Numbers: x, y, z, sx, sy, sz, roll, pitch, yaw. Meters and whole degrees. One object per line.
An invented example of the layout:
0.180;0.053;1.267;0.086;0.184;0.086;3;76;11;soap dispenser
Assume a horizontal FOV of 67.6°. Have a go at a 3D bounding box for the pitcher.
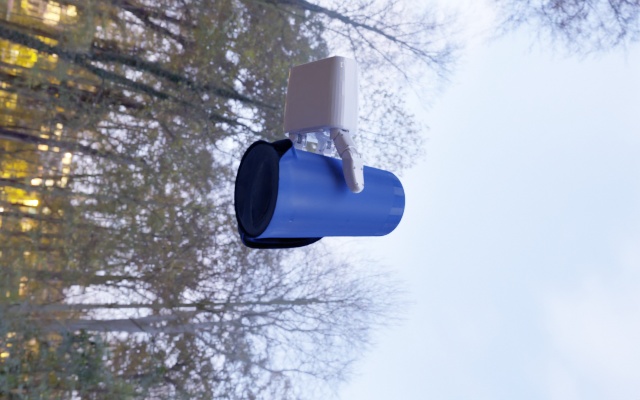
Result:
0.000;0.002;0.709;0.243;0.145;0.149;7;-8;-34;pitcher
